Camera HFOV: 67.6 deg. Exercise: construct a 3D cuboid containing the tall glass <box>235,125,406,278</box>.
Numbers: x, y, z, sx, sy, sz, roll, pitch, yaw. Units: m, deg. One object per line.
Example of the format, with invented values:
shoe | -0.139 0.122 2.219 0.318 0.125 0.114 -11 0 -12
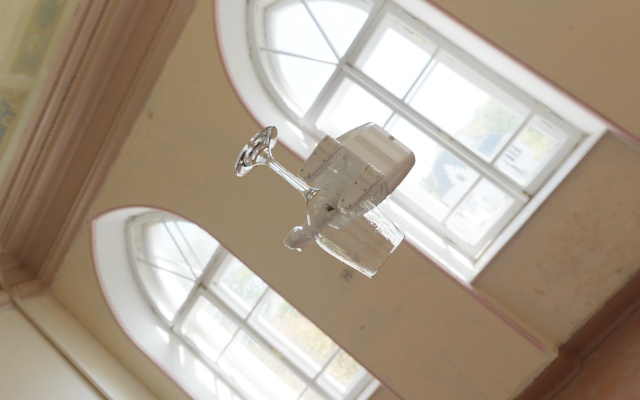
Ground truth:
tall glass | -0.001 0.001 0.551 0.201 0.079 0.079 39 9 11
